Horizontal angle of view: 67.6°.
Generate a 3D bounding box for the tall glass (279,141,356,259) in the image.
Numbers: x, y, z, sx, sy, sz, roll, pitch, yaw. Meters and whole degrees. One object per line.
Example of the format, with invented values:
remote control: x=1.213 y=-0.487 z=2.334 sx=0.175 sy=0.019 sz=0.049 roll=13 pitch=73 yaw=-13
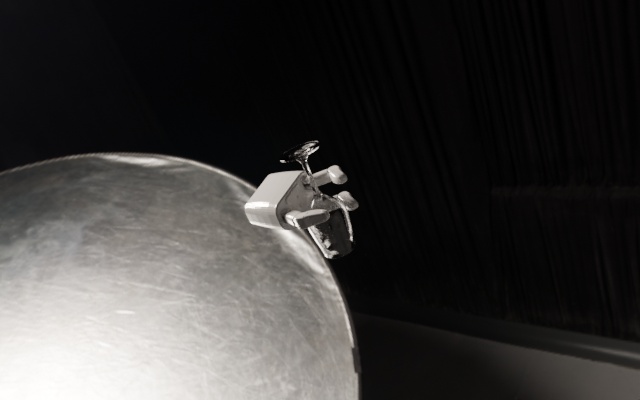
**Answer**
tall glass: x=0.000 y=0.002 z=0.833 sx=0.079 sy=0.201 sz=0.079 roll=-19 pitch=22 yaw=8
